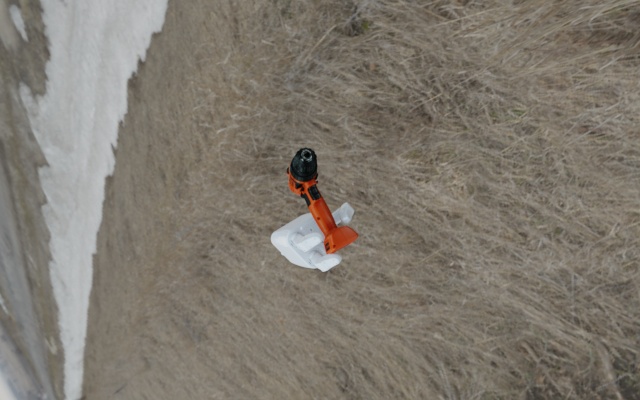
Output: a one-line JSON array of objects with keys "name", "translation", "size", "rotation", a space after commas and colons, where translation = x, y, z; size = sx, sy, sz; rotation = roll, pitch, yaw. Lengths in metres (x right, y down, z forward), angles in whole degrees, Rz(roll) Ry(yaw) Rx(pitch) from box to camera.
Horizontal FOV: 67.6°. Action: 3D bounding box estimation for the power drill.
[{"name": "power drill", "translation": [0.000, 0.003, 0.888], "size": [0.057, 0.187, 0.184], "rotation": [-26, -10, -10]}]
